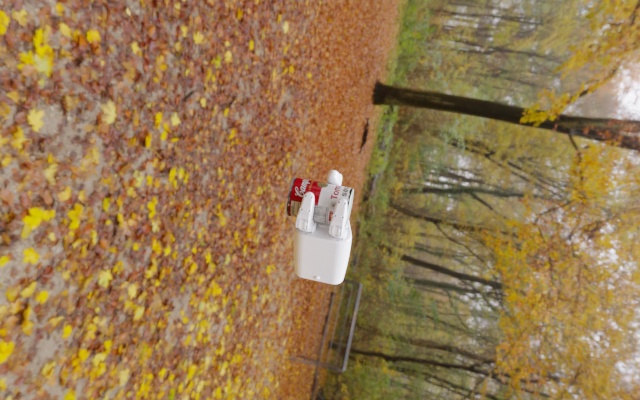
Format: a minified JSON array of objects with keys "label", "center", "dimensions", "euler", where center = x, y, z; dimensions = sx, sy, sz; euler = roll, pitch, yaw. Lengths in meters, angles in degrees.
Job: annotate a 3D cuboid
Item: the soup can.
[{"label":"soup can","center":[0.000,0.002,0.810],"dimensions":[0.102,0.068,0.068],"euler":[11,2,8]}]
